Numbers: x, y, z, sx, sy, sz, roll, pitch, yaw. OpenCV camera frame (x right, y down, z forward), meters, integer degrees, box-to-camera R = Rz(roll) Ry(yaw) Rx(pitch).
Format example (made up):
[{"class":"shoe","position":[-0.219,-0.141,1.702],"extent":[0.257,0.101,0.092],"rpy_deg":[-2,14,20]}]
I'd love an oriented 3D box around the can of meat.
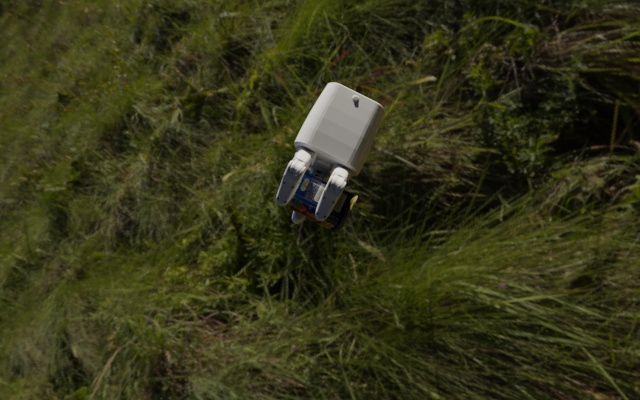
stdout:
[{"class":"can of meat","position":[0.000,0.002,0.682],"extent":[0.084,0.057,0.102],"rpy_deg":[26,-8,-1]}]
